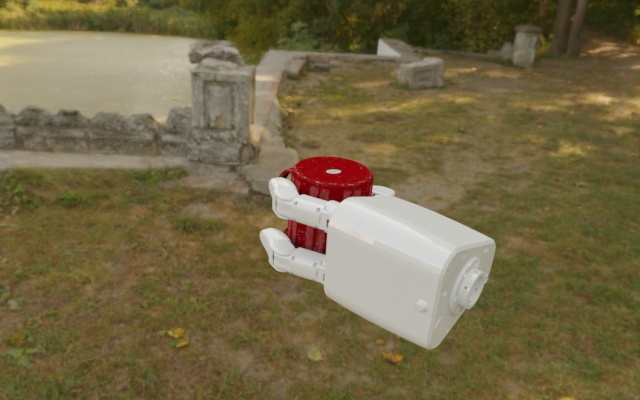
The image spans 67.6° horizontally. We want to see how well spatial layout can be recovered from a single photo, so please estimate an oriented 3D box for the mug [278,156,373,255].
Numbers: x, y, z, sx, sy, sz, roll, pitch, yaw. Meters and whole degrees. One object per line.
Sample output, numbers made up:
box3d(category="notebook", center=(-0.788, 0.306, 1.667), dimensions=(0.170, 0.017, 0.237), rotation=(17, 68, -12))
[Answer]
box3d(category="mug", center=(-0.001, 0.001, 0.492), dimensions=(0.117, 0.081, 0.093), rotation=(23, 30, 34))
